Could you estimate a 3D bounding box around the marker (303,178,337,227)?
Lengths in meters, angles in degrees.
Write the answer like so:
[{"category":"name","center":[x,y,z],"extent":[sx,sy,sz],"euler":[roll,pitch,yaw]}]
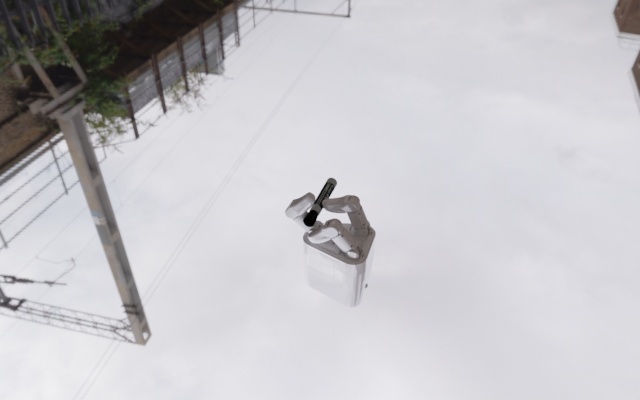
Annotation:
[{"category":"marker","center":[0.000,0.002,0.772],"extent":[0.020,0.020,0.121],"euler":[0,35,24]}]
